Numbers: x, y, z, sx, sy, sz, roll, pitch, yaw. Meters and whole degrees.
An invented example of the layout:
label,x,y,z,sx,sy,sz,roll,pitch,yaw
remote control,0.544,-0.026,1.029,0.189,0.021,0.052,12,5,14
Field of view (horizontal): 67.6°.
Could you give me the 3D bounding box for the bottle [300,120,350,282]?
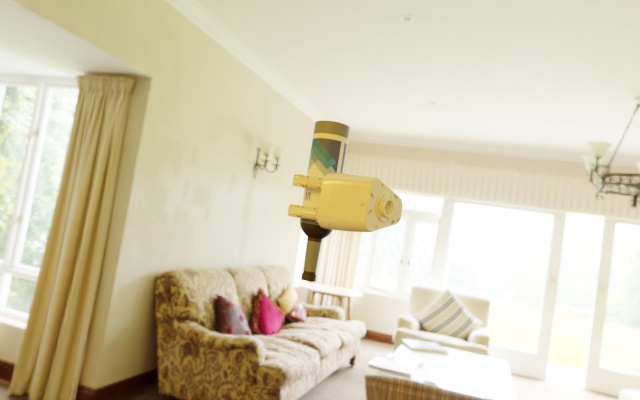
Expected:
label,x,y,z,sx,sy,sz,roll,pitch,yaw
bottle,0.000,0.003,0.890,0.069,0.295,0.069,9,-3,1
